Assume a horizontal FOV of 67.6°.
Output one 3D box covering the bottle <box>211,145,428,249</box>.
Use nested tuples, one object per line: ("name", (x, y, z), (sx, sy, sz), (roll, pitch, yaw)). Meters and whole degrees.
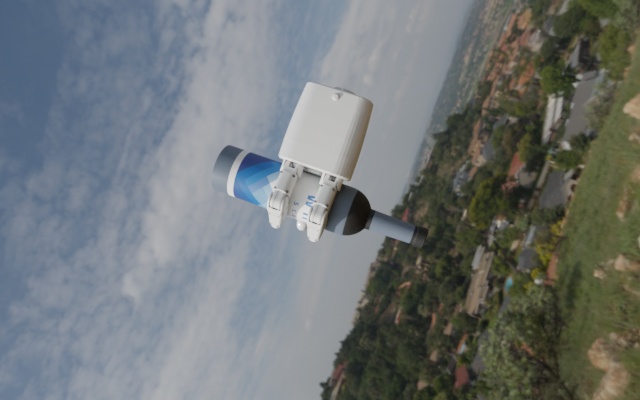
("bottle", (0.000, 0.002, 0.647), (0.295, 0.069, 0.069), (19, 3, 8))
